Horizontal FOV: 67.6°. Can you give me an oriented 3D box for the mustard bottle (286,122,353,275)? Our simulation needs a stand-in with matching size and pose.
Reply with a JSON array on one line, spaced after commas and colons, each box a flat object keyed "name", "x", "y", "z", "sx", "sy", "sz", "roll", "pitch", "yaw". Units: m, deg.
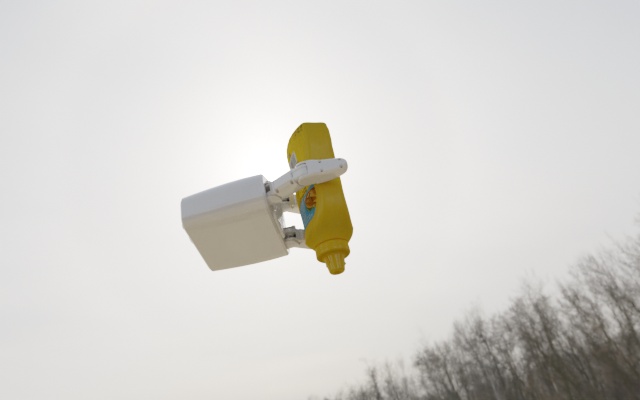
[{"name": "mustard bottle", "x": 0.000, "y": 0.002, "z": 0.595, "sx": 0.058, "sy": 0.191, "sz": 0.096, "roll": -2, "pitch": -32, "yaw": -18}]
